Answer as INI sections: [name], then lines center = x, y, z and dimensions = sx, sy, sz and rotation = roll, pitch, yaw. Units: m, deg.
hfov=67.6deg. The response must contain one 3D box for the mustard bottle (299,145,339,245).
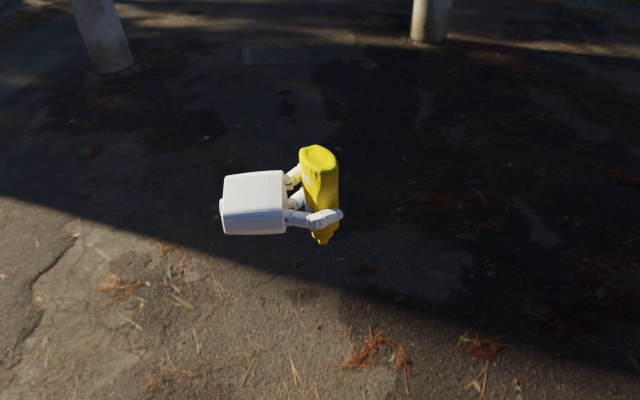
[mustard bottle]
center = 0.000, 0.003, 0.870
dimensions = 0.058, 0.192, 0.096
rotation = -17, 38, -19
